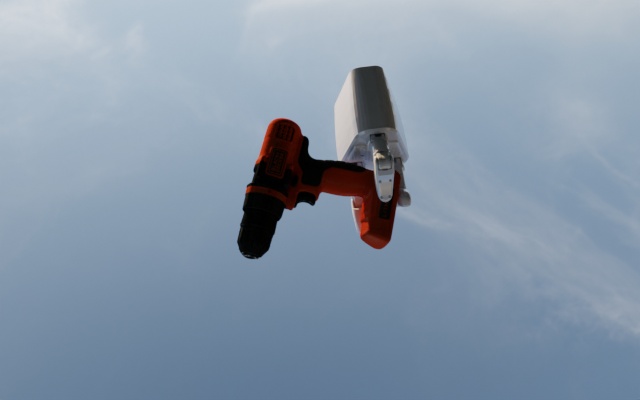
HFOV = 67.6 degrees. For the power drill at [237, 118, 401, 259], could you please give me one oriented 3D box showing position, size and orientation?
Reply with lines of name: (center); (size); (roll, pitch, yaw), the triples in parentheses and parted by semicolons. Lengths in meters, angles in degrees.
power drill: (0.001, 0.002, 0.602); (0.187, 0.184, 0.057); (17, -17, -12)
